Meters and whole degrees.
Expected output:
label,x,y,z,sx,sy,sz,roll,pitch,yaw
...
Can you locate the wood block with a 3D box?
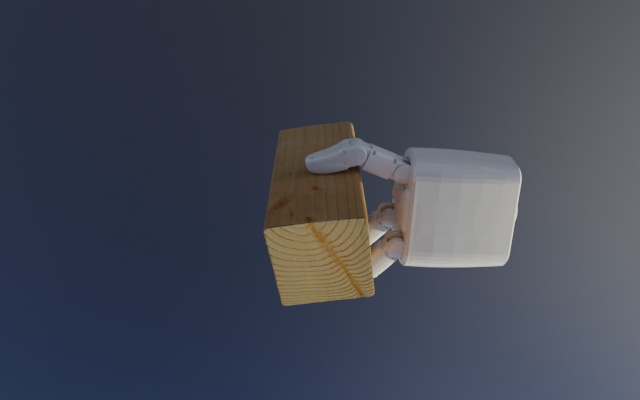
label,x,y,z,sx,sy,sz,roll,pitch,yaw
wood block,0.000,0.001,0.505,0.090,0.091,0.206,-7,31,3
